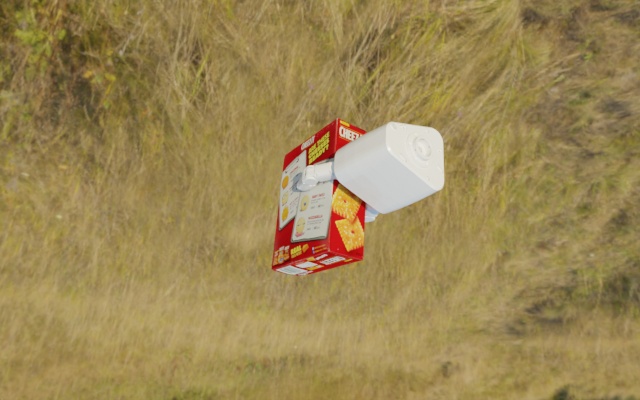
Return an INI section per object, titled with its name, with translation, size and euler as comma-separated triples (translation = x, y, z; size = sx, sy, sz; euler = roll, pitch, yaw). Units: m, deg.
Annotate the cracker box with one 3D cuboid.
[cracker box]
translation = 0.000, 0.003, 0.763
size = 0.072, 0.213, 0.164
euler = 19, -27, -30
